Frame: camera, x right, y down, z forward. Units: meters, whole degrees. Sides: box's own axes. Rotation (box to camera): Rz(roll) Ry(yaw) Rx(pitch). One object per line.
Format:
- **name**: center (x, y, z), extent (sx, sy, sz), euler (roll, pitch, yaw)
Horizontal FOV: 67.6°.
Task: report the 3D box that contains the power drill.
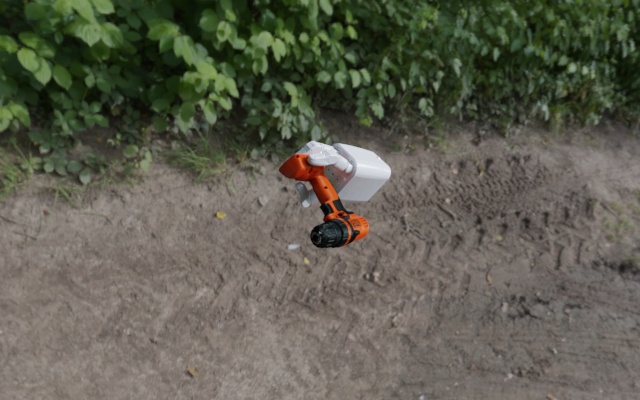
- **power drill**: center (0.000, 0.002, 0.884), extent (0.057, 0.187, 0.184), euler (-37, -15, 23)
